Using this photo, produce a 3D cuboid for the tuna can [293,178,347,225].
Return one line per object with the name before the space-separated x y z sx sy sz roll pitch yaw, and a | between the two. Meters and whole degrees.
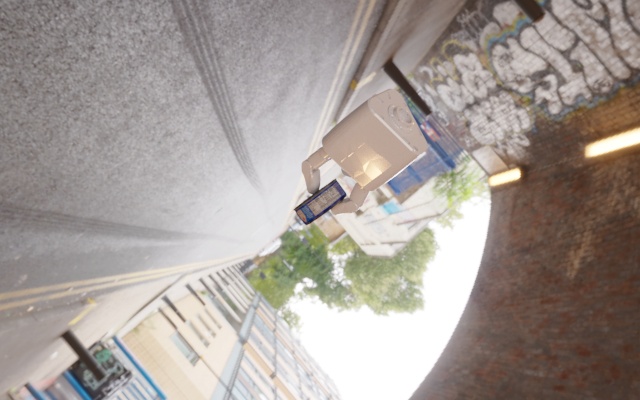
tuna can | 0.000 0.003 0.769 0.086 0.034 0.086 -36 3 2
